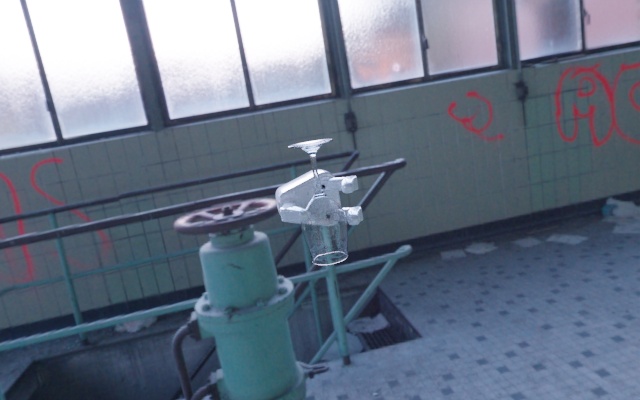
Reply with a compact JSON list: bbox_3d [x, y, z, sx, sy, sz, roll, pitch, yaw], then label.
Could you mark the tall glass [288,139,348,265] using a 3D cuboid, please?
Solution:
[{"bbox_3d":[0.000,0.002,0.793,0.079,0.201,0.079,-9,11,2],"label":"tall glass"}]
